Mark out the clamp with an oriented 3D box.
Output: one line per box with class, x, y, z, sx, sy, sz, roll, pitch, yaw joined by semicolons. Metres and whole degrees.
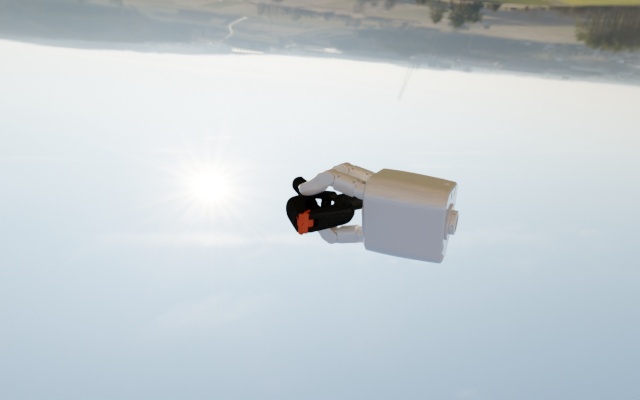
clamp;0.000;0.003;0.685;0.164;0.036;0.210;9;17;22
